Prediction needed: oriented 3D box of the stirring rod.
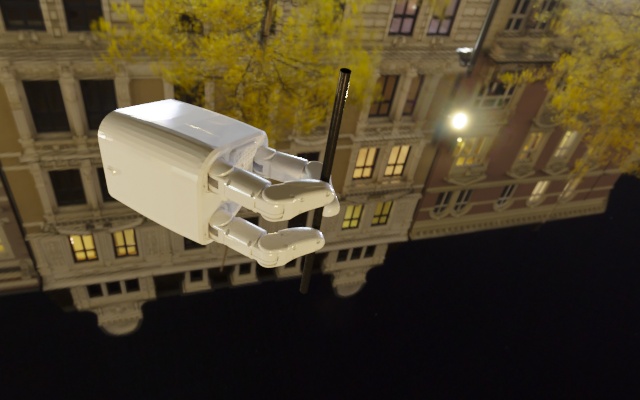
[{"bbox_3d":[0.000,0.001,0.403,0.011,0.240,0.011,6,41,-5],"label":"stirring rod"}]
